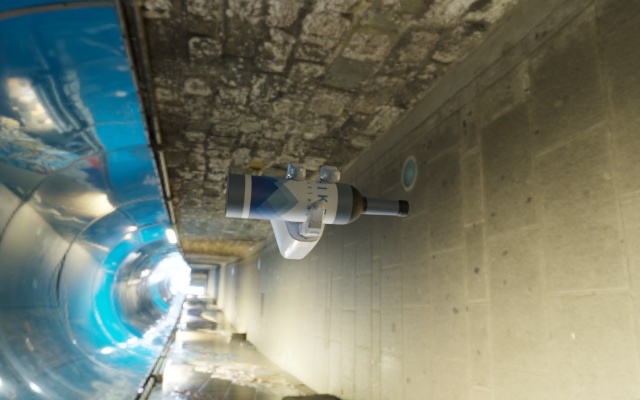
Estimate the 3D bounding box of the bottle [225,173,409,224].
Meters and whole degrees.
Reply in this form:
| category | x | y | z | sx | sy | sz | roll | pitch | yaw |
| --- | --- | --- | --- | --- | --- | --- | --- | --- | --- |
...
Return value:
| category | x | y | z | sx | sy | sz | roll | pitch | yaw |
| --- | --- | --- | --- | --- | --- | --- | --- | --- | --- |
| bottle | 0.000 | 0.002 | 0.761 | 0.296 | 0.069 | 0.069 | 4 | -1 | -14 |
